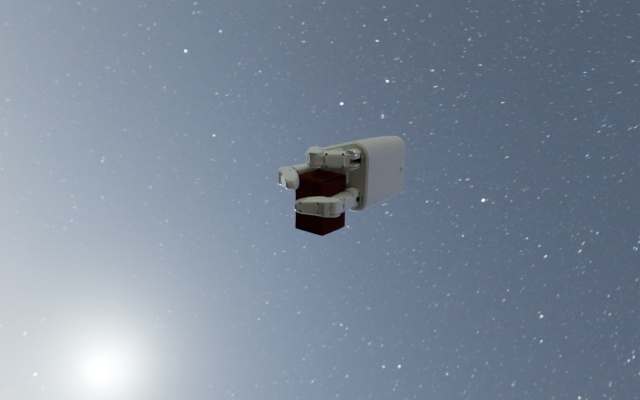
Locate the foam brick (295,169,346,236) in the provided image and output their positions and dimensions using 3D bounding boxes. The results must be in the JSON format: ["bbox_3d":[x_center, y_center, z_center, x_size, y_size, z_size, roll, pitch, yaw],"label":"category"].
[{"bbox_3d":[0.000,0.002,0.664,0.053,0.078,0.051,16,23,38],"label":"foam brick"}]
